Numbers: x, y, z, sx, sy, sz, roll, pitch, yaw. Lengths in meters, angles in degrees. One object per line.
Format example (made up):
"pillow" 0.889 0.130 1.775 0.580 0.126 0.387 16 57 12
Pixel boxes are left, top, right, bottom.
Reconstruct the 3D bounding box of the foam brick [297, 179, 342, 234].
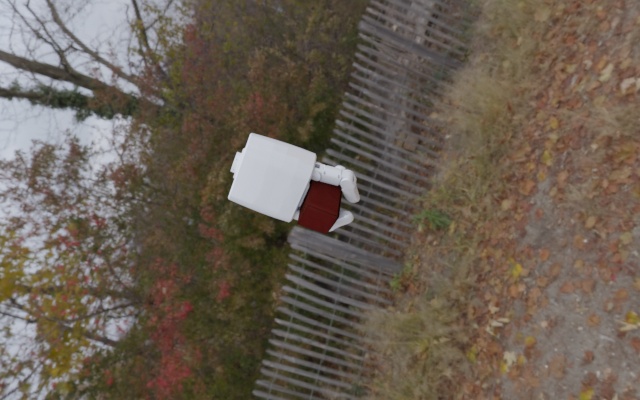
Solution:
"foam brick" 0.000 0.003 0.738 0.051 0.078 0.053 20 -42 -11
